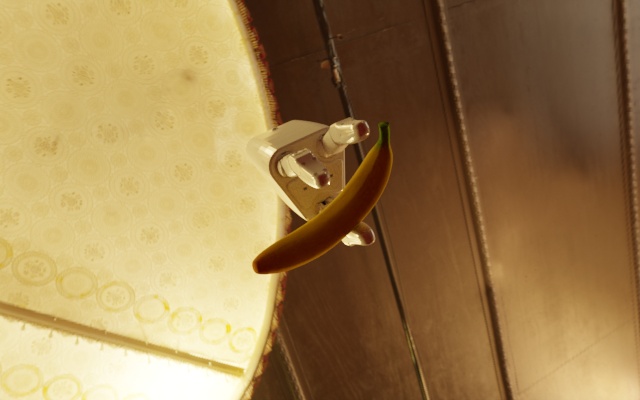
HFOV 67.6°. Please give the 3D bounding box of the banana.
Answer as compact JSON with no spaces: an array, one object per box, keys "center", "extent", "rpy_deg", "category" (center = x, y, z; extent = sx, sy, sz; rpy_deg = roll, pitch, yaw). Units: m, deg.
[{"center":[0.013,0.010,0.493],"extent":[0.070,0.198,0.037],"rpy_deg":[44,-5,-34],"category":"banana"}]
